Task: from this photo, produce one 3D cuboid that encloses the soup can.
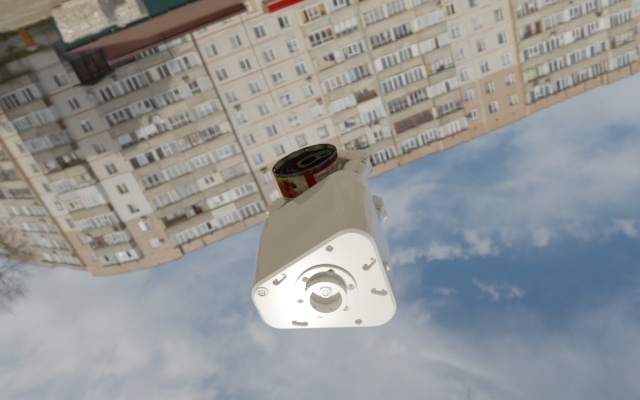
[{"bbox_3d":[0.000,0.002,0.493,0.068,0.102,0.068,-17,24,8],"label":"soup can"}]
